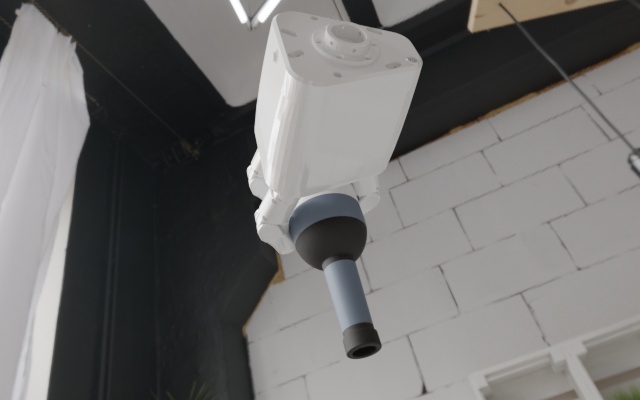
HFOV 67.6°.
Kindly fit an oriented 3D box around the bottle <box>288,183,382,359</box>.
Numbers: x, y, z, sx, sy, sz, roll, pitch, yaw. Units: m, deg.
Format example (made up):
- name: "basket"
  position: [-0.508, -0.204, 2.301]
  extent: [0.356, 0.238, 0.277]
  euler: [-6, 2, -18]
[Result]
- name: "bottle"
  position: [0.000, 0.001, 0.445]
  extent: [0.069, 0.295, 0.069]
  euler: [-10, -39, -8]
